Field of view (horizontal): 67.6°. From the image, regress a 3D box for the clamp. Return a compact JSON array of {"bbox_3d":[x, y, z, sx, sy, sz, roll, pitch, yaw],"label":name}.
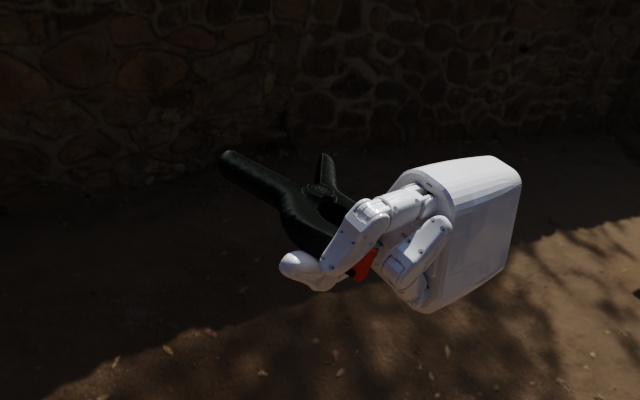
[{"bbox_3d":[0.000,0.001,0.414,0.120,0.039,0.171,-15,44,-37],"label":"clamp"}]
